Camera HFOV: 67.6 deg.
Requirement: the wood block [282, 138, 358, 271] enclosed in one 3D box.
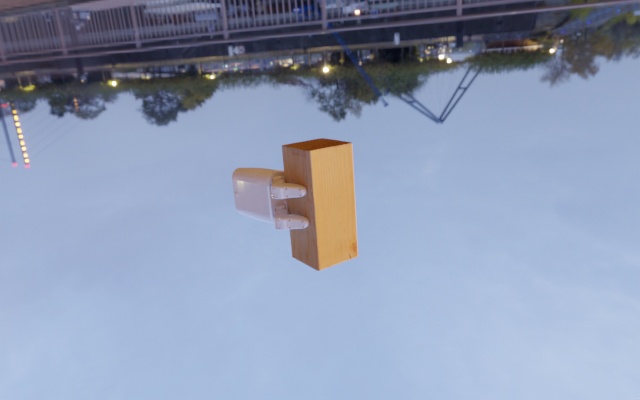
[{"bbox_3d":[0.000,0.003,0.833,0.091,0.206,0.090,-15,20,-33],"label":"wood block"}]
